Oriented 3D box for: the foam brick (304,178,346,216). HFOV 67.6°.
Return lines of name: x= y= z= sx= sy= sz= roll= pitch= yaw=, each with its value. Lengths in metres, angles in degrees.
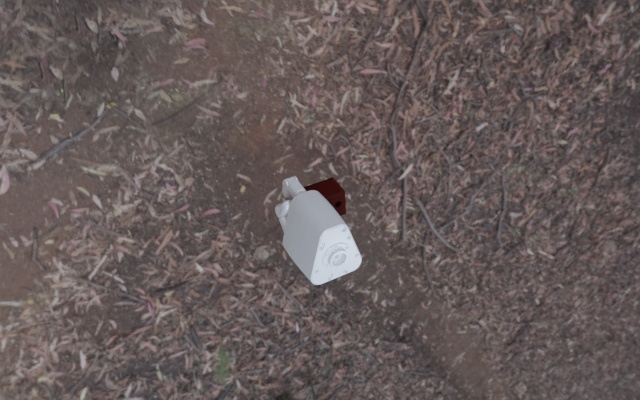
foam brick: x=0.000 y=0.003 z=0.839 sx=0.078 sy=0.053 sz=0.051 roll=-19 pitch=37 yaw=-20
